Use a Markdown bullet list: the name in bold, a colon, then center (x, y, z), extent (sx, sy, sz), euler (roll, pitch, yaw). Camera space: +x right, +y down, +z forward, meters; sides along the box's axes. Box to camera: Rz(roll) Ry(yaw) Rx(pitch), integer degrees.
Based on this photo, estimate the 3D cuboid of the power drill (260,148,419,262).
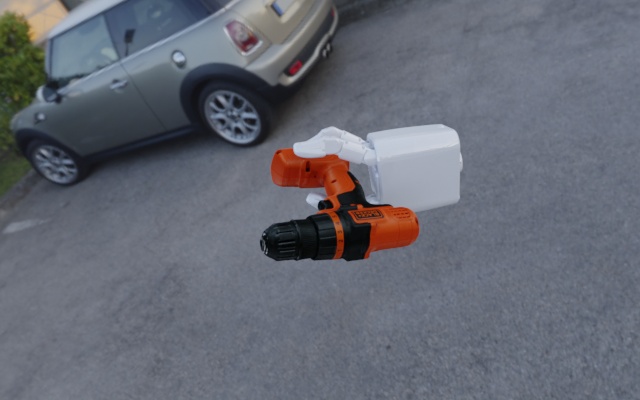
- **power drill**: center (0.000, 0.002, 0.576), extent (0.184, 0.057, 0.187), euler (-4, 35, -23)
